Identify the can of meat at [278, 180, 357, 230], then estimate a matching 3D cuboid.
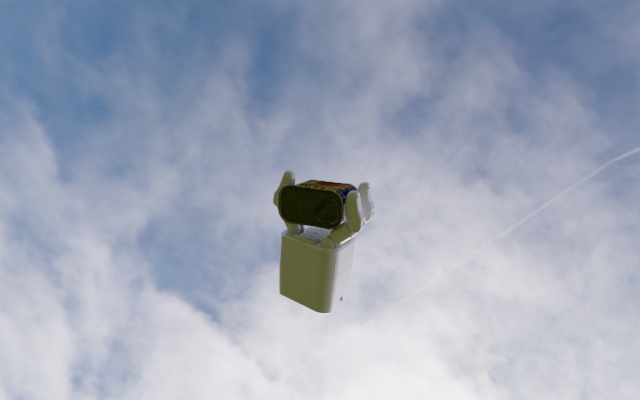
[{"bbox_3d":[0.000,0.002,0.728,0.102,0.057,0.084,8,14,22],"label":"can of meat"}]
